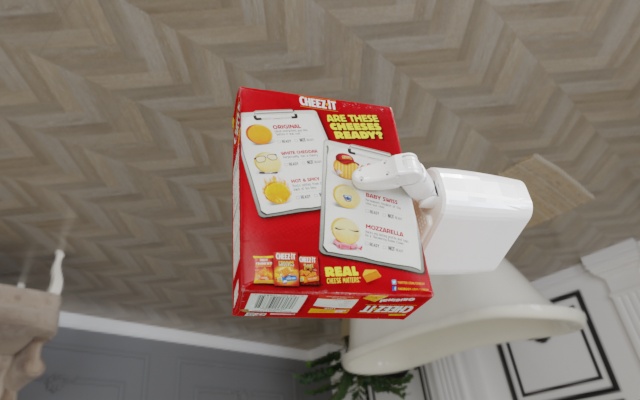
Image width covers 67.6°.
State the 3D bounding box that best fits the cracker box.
[{"bbox_3d":[0.000,0.002,0.453,0.164,0.213,0.072,4,-34,-17],"label":"cracker box"}]
